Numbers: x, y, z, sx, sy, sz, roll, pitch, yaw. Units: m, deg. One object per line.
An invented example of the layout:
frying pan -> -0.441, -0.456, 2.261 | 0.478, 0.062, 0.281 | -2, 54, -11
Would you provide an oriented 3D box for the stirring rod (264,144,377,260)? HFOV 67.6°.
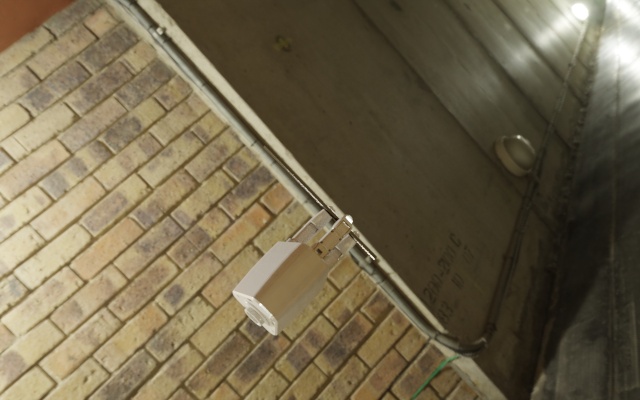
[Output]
stirring rod -> 0.000, 0.002, 0.728 | 0.011, 0.239, 0.011 | -44, 1, 1
